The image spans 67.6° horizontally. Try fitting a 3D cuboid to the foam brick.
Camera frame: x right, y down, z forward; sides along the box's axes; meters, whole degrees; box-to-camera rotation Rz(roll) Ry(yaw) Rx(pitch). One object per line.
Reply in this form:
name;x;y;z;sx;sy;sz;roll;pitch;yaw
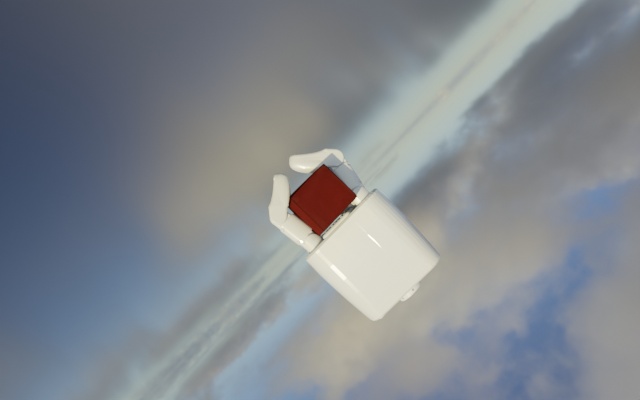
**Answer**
foam brick;0.000;0.002;0.526;0.053;0.051;0.078;-45;-2;-9
